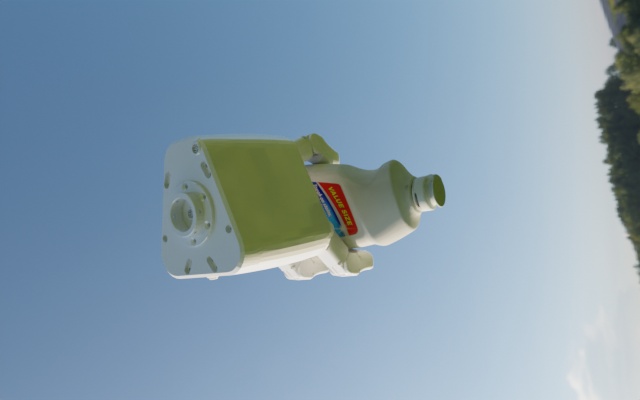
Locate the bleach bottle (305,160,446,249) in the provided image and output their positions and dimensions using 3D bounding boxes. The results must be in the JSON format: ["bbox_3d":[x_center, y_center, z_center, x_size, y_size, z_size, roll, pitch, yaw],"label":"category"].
[{"bbox_3d":[0.000,0.002,0.483,0.251,0.102,0.068,-10,-2,35],"label":"bleach bottle"}]
